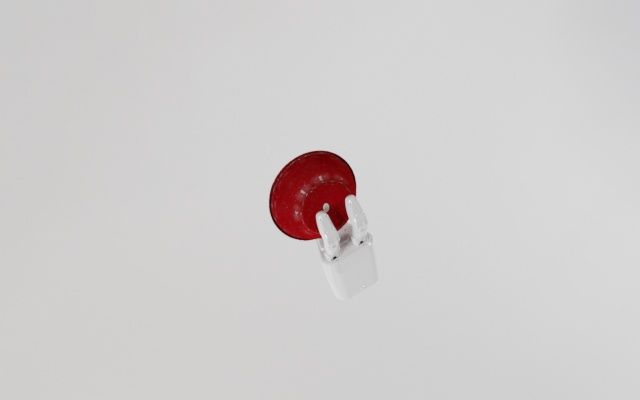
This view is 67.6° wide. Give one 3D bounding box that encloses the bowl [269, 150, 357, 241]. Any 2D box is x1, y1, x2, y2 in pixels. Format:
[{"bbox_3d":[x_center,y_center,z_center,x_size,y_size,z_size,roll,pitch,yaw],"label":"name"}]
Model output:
[{"bbox_3d":[0.000,0.002,0.778,0.162,0.162,0.055,0,21,-27],"label":"bowl"}]
